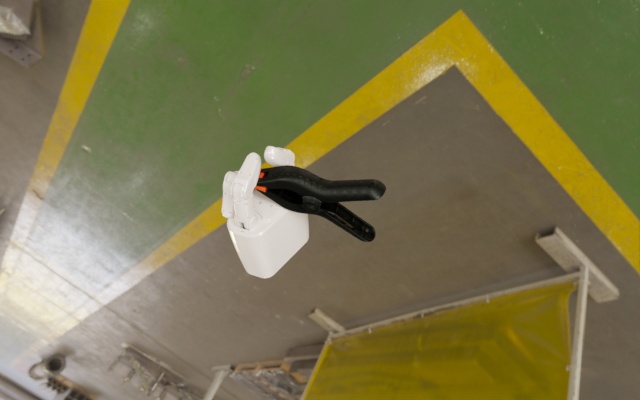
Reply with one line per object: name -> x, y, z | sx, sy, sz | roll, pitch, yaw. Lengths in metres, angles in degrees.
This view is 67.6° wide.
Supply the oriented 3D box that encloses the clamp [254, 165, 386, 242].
clamp -> 0.000, 0.002, 0.606 | 0.171, 0.039, 0.120 | 14, -39, 19
